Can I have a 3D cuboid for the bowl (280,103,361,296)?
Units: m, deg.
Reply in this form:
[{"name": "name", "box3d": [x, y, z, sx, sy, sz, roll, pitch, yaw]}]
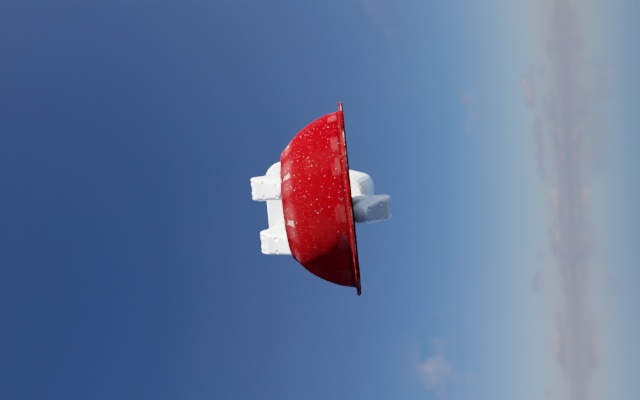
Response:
[{"name": "bowl", "box3d": [0.000, 0.001, 0.404, 0.055, 0.162, 0.162, -6, 0, 3]}]
